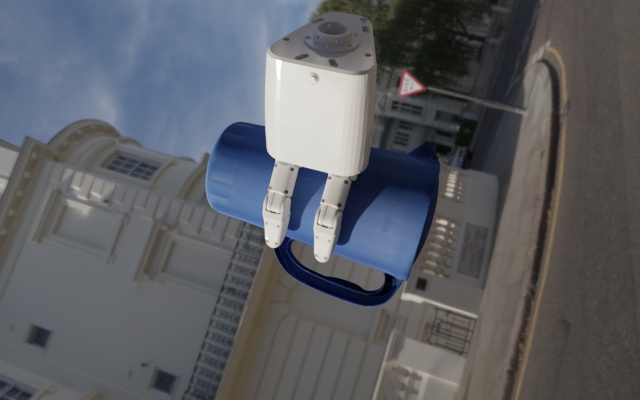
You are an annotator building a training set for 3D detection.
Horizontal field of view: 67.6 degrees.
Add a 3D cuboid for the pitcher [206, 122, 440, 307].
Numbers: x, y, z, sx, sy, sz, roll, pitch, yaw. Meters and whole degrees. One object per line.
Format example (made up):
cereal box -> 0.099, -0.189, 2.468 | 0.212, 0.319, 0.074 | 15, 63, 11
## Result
pitcher -> 0.000, 0.002, 0.528 | 0.243, 0.145, 0.149 | 16, 46, 12
